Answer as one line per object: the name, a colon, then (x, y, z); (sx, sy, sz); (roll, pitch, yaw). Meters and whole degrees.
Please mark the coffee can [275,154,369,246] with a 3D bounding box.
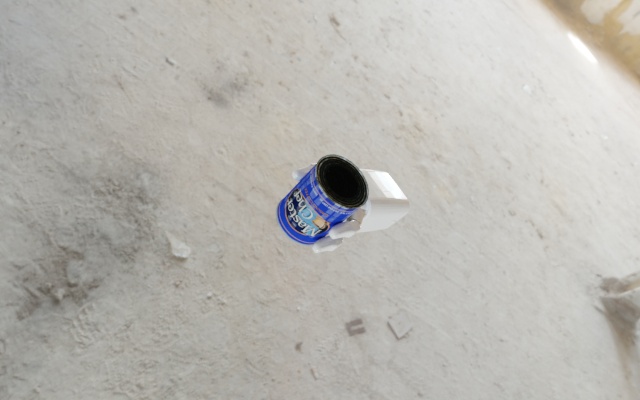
coffee can: (0.000, 0.003, 0.811); (0.103, 0.102, 0.140); (0, -29, -36)
